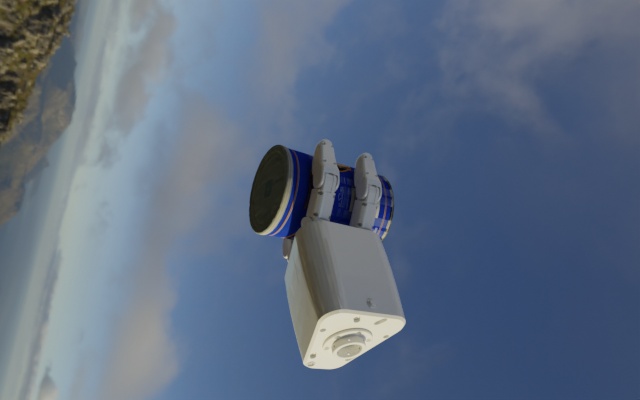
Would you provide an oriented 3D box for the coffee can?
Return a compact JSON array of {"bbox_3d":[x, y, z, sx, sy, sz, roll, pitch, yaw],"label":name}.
[{"bbox_3d":[0.000,0.002,0.564,0.140,0.103,0.103,14,-7,-28],"label":"coffee can"}]
